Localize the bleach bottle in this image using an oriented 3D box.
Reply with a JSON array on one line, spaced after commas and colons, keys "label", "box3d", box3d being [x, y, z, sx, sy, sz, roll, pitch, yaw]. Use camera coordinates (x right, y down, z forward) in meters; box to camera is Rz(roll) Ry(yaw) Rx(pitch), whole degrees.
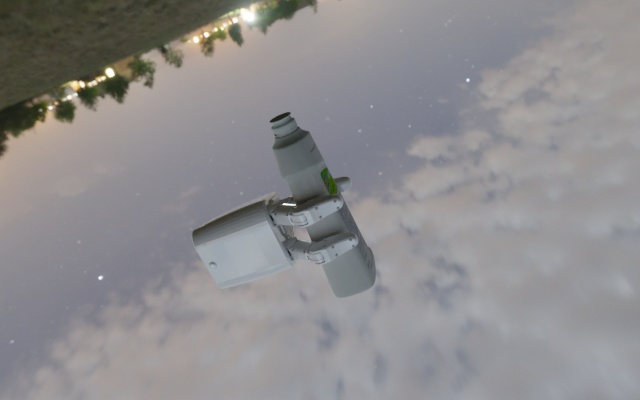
[{"label": "bleach bottle", "box3d": [0.000, 0.002, 0.625, 0.068, 0.251, 0.102, -20, 23, 10]}]
